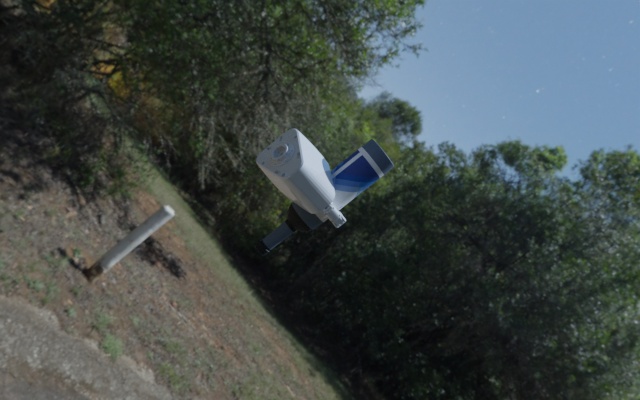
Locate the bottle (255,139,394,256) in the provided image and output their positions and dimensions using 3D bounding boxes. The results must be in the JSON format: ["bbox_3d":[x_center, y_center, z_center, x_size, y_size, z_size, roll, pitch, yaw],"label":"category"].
[{"bbox_3d":[0.000,0.003,0.892,0.296,0.069,0.069,-38,-4,5],"label":"bottle"}]
